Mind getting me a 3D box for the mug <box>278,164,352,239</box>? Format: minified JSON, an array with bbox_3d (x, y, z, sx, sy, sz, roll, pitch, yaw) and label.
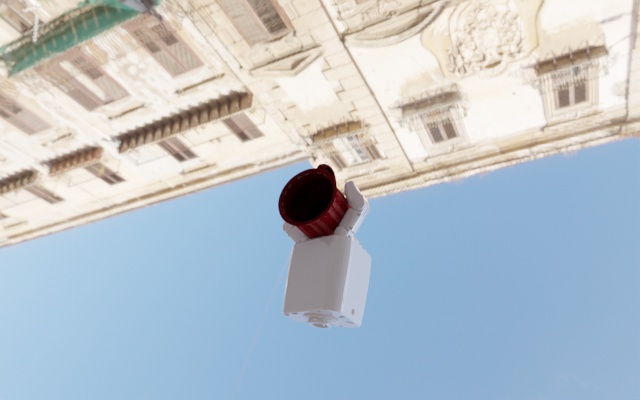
[{"bbox_3d":[0.000,0.001,0.705,0.093,0.117,0.081,-3,-30,28],"label":"mug"}]
